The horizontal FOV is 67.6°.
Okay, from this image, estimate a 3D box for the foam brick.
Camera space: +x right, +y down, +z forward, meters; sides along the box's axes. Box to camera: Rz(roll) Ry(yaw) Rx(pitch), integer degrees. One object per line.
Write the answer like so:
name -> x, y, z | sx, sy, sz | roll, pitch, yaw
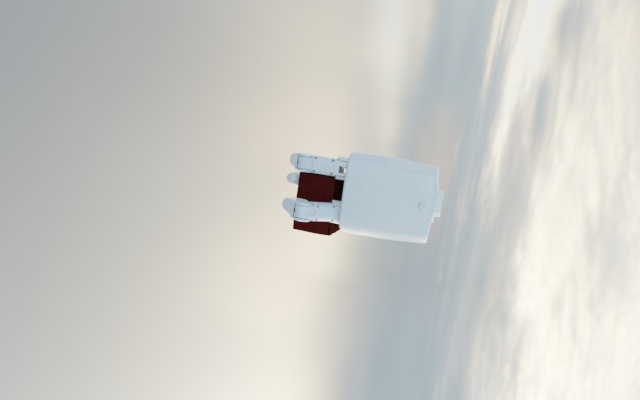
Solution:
foam brick -> 0.000, 0.002, 0.622 | 0.051, 0.078, 0.053 | 10, 9, 16
